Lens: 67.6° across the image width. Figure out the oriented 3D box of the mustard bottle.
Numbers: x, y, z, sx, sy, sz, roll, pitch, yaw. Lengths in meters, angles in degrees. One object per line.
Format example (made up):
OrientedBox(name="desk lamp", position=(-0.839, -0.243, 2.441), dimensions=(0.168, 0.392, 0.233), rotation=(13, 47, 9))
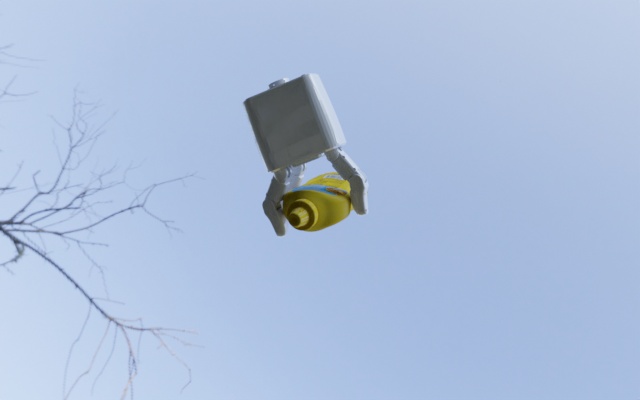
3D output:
OrientedBox(name="mustard bottle", position=(0.000, 0.003, 0.684), dimensions=(0.096, 0.058, 0.191), rotation=(7, 15, 19))
